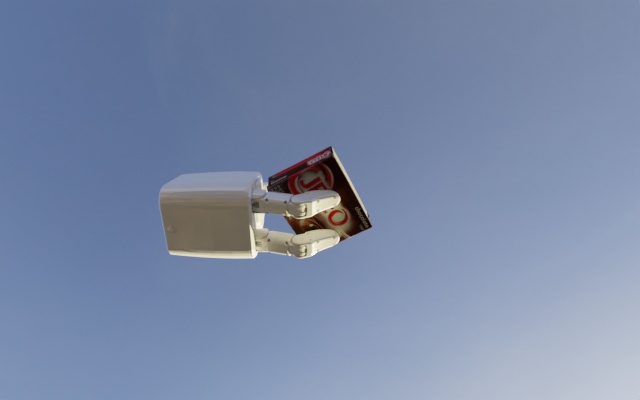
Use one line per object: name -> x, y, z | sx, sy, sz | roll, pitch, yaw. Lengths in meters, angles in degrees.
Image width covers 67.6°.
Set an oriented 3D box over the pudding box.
pudding box -> 0.000, 0.002, 0.590 | 0.090, 0.113, 0.039 | -26, 28, 11
